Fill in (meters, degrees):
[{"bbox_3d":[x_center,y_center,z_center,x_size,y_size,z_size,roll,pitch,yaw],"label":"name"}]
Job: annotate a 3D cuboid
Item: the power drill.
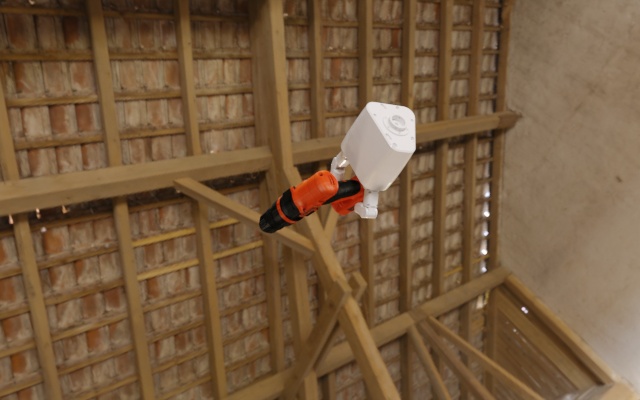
[{"bbox_3d":[0.001,0.003,0.865,0.184,0.057,0.187,-32,-14,38],"label":"power drill"}]
